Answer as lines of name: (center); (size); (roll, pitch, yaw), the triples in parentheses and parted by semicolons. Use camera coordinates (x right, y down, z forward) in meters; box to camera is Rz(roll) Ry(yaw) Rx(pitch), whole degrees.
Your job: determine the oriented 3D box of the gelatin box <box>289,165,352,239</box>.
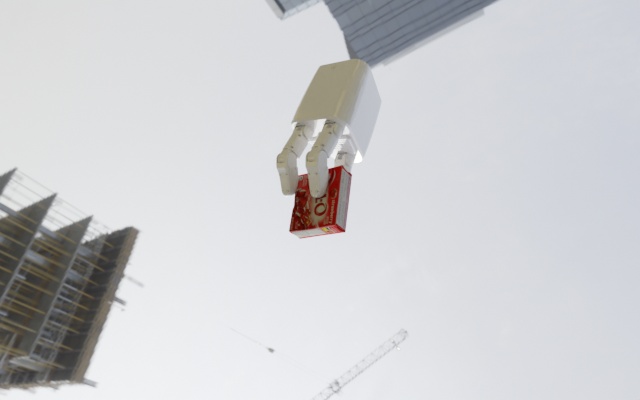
gelatin box: (0.000, 0.003, 0.632); (0.073, 0.089, 0.030); (-10, -31, 33)
